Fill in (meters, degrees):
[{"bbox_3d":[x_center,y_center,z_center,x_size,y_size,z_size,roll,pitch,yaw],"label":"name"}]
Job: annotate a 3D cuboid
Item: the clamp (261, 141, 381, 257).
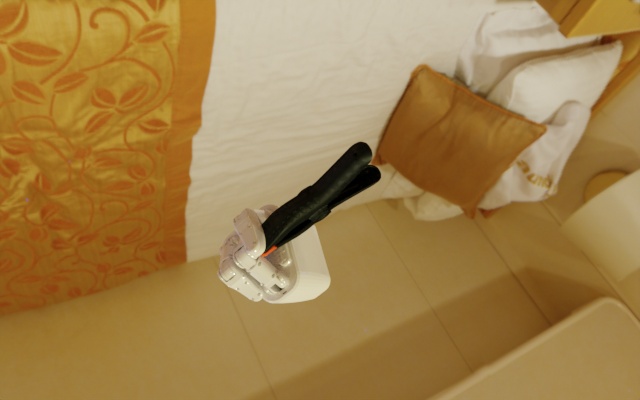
[{"bbox_3d":[0.000,0.002,0.540,0.171,0.039,0.120,-37,-20,14],"label":"clamp"}]
